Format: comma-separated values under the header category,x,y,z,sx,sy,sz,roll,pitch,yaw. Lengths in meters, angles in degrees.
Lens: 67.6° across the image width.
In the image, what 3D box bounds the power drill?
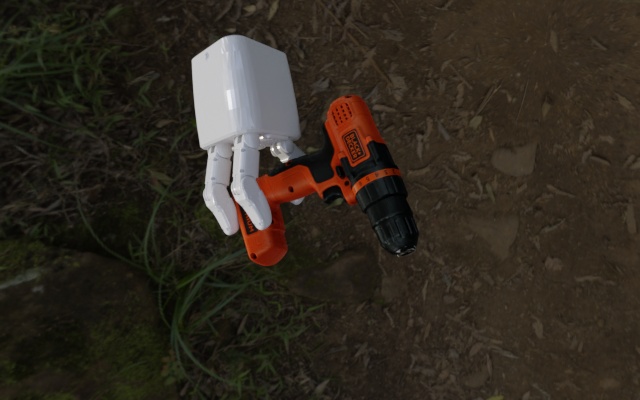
category,x,y,z,sx,sy,sz,roll,pitch,yaw
power drill,0.000,0.002,0.522,0.188,0.184,0.057,-28,-25,21
